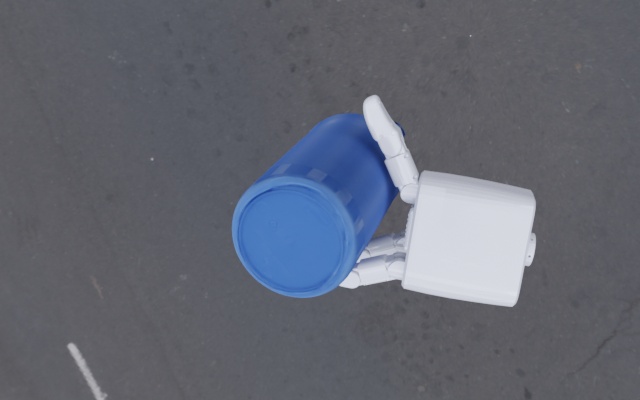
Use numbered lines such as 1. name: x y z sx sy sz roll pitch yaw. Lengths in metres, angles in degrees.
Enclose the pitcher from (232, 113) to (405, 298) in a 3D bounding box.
1. pitcher: 0.000 0.002 0.490 0.145 0.149 0.242 9 21 13
